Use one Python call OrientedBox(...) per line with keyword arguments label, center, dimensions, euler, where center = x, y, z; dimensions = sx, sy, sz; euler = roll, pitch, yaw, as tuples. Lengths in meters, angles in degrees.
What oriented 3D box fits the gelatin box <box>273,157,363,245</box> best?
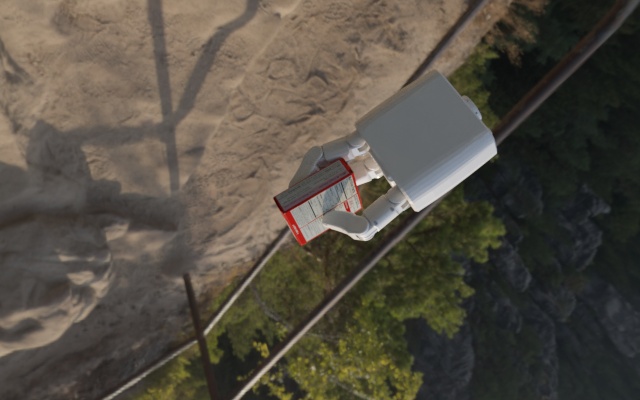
OrientedBox(label="gelatin box", center=(0.000, 0.002, 0.535), dimensions=(0.089, 0.030, 0.073), euler=(-32, -35, -6))
